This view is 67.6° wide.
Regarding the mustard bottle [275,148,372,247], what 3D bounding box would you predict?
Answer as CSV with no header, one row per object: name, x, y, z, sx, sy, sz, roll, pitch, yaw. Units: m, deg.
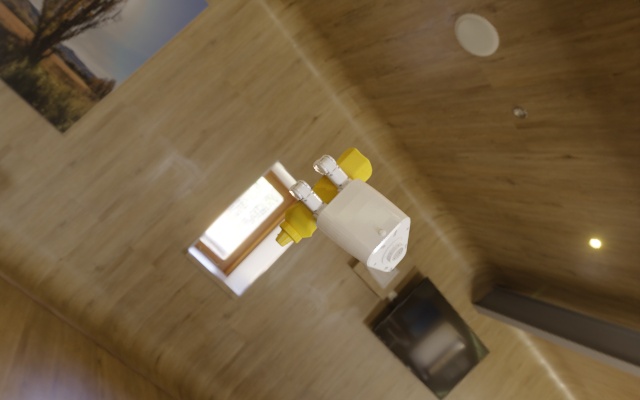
mustard bottle,0.000,0.002,0.778,0.058,0.191,0.096,43,-10,7
